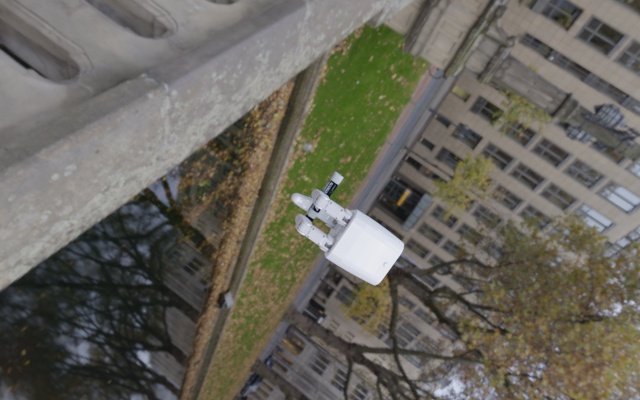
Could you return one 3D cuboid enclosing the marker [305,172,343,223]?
[{"bbox_3d":[0.000,0.003,0.865,0.020,0.121,0.020,33,9,-6],"label":"marker"}]
